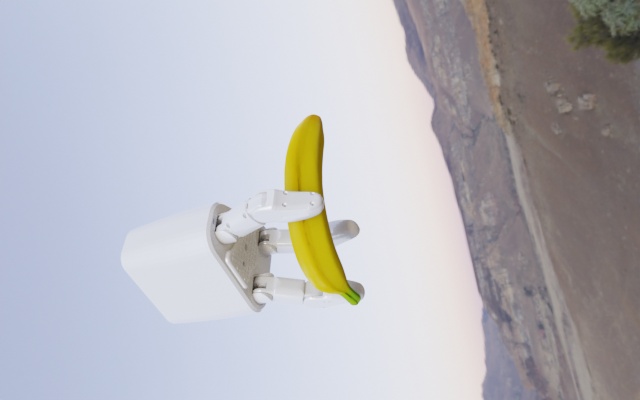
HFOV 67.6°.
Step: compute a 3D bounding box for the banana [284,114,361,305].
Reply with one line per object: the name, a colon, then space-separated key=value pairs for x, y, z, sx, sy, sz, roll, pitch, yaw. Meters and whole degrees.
banana: x=-0.007 y=0.001 z=0.449 sx=0.037 sy=0.197 sz=0.069 roll=-16 pitch=-16 yaw=22
